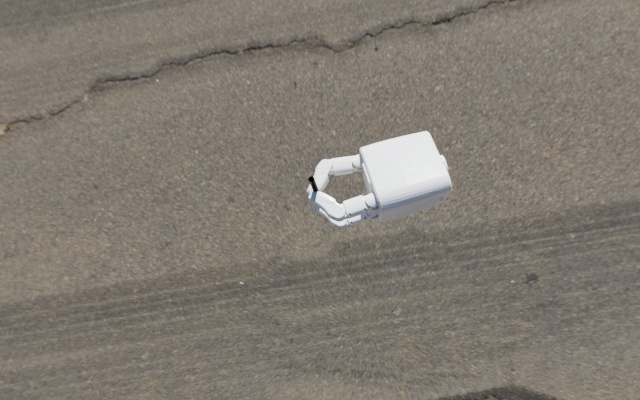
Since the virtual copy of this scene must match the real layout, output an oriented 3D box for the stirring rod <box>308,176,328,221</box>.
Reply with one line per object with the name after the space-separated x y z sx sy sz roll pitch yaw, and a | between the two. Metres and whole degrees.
0.000 0.002 0.748 0.011 0.011 0.239 0 -15 6 | stirring rod
